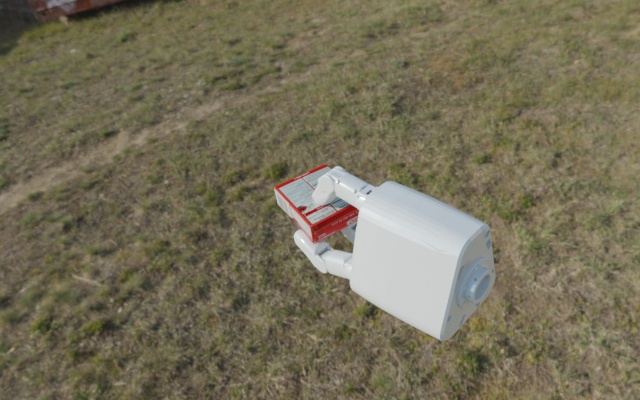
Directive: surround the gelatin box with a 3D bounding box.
[{"bbox_3d":[0.000,0.001,0.547,0.073,0.030,0.089,-26,44,-20],"label":"gelatin box"}]
